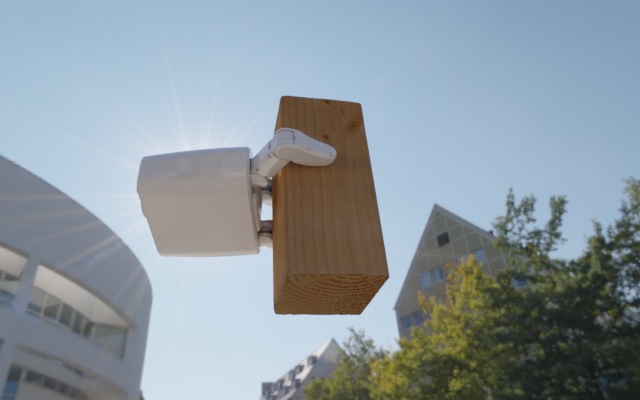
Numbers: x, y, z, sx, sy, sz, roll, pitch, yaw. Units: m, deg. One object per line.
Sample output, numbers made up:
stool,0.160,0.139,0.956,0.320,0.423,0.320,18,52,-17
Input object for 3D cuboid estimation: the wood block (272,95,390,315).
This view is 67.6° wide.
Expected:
wood block,0.000,0.001,0.483,0.090,0.206,0.091,3,-35,-12
